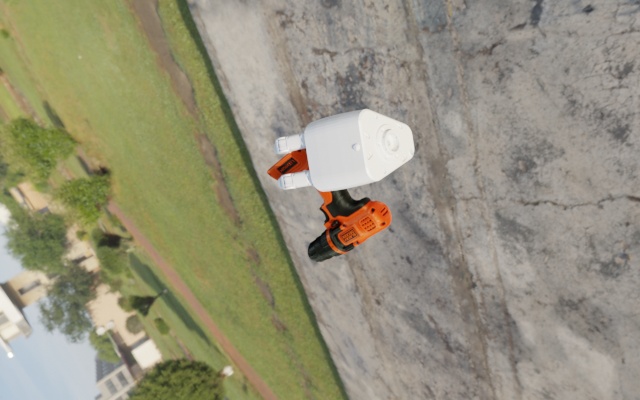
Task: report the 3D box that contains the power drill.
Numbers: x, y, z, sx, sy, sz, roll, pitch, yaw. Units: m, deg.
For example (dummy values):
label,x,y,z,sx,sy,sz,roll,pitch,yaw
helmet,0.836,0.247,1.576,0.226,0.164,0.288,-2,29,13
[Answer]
label,x,y,z,sx,sy,sz,roll,pitch,yaw
power drill,0.000,0.002,0.774,0.184,0.187,0.057,-35,6,40
